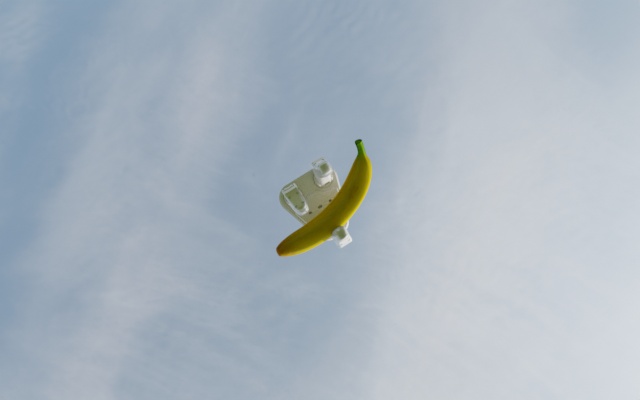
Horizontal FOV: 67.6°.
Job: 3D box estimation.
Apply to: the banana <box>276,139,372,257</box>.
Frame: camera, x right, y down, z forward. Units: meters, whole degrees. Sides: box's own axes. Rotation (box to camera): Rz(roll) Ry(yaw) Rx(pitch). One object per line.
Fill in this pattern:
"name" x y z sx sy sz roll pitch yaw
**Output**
"banana" 0.016 0.009 0.679 0.070 0.198 0.037 34 4 -24
